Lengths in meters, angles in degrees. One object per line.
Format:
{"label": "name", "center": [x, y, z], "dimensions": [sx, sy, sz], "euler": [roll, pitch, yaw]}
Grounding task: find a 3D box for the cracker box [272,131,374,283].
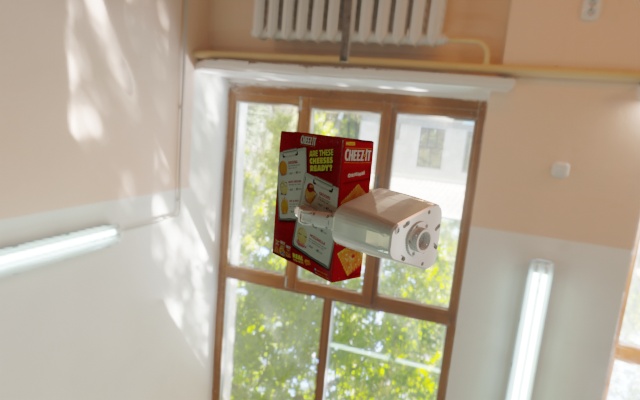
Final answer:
{"label": "cracker box", "center": [0.000, 0.003, 0.765], "dimensions": [0.072, 0.214, 0.164], "euler": [-3, 12, -38]}
